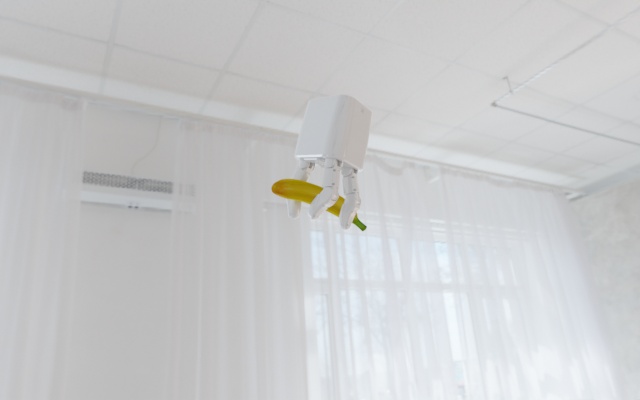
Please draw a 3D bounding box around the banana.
[{"bbox_3d":[-0.005,-0.003,0.804,0.198,0.037,0.069,22,11,-32],"label":"banana"}]
